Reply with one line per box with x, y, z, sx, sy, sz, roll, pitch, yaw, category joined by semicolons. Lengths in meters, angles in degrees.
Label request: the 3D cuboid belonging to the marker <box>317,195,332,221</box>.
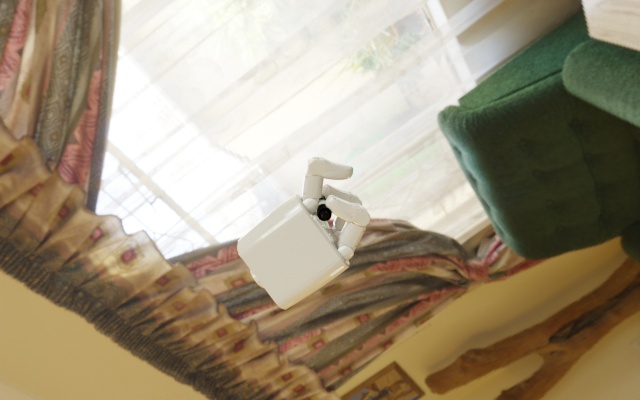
0.000;0.002;0.642;0.020;0.020;0.121;0;16;-6;marker
